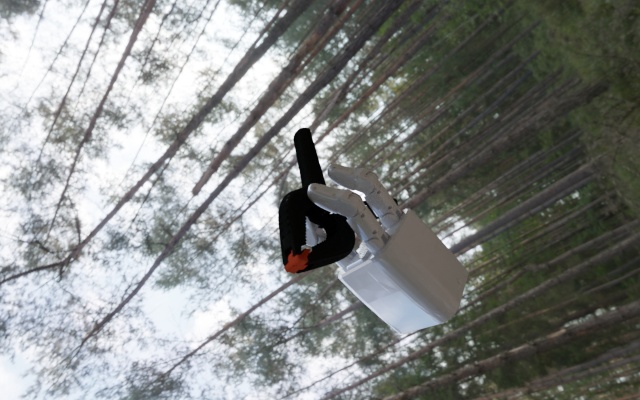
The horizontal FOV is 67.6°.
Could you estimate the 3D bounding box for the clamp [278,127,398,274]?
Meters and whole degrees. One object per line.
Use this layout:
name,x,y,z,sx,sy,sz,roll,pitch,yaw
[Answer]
clamp,0.000,0.003,0.550,0.036,0.164,0.210,-48,1,38
